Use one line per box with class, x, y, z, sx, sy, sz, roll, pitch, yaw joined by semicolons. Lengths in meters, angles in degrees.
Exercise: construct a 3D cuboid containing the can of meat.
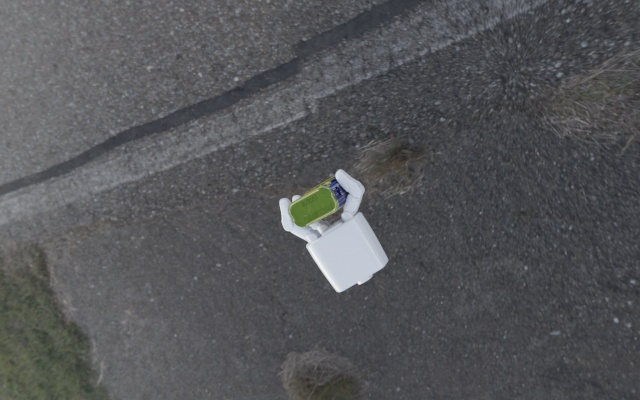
can of meat;0.000;0.003;0.870;0.102;0.057;0.084;-29;3;26
